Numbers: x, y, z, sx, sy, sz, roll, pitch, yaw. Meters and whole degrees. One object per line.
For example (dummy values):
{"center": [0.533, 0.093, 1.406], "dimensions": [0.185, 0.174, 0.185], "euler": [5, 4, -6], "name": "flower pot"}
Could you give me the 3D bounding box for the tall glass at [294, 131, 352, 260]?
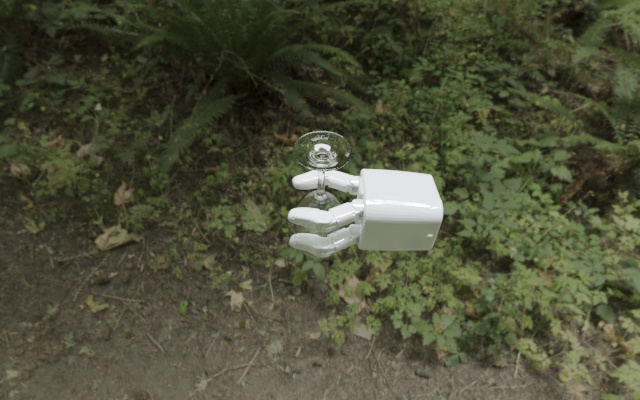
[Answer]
{"center": [0.000, 0.002, 0.677], "dimensions": [0.079, 0.079, 0.201], "euler": [0, -41, -3], "name": "tall glass"}
